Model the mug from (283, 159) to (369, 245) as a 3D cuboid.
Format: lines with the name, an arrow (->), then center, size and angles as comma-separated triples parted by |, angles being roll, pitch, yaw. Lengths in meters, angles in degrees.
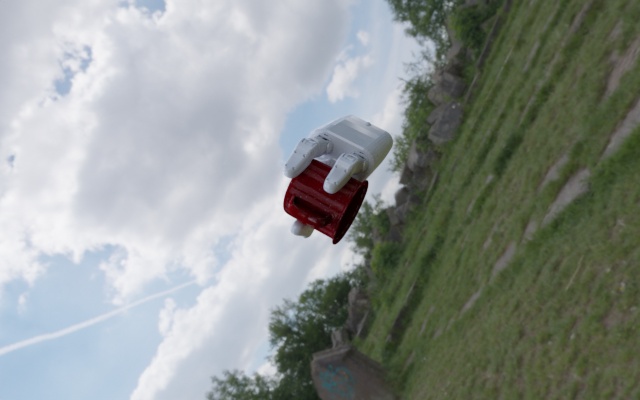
mug -> -0.001, 0.002, 0.606 | 0.081, 0.093, 0.117 | 28, 31, 13
